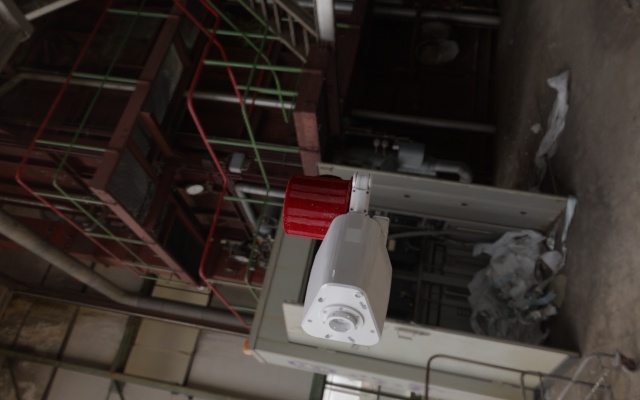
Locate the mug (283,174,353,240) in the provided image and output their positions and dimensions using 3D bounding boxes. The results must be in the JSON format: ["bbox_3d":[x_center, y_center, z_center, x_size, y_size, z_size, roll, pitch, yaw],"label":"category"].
[{"bbox_3d":[0.000,0.001,0.638,0.081,0.093,0.117,7,42,7],"label":"mug"}]
